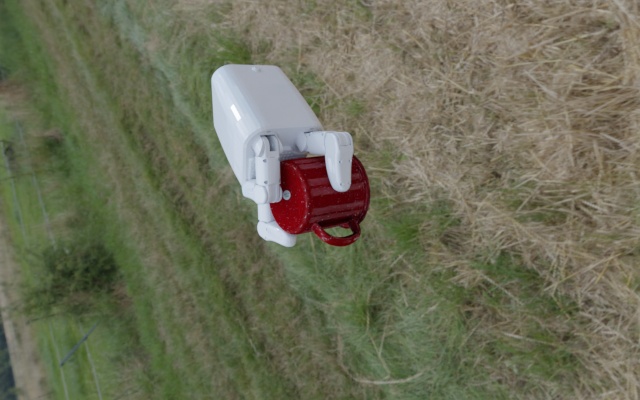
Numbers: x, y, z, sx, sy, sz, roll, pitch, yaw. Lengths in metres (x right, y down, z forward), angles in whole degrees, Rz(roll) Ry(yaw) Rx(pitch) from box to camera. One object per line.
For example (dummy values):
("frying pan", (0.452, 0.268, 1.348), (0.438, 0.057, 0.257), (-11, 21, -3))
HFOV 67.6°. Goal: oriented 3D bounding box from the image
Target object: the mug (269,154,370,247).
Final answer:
("mug", (0.001, 0.003, 0.527), (0.081, 0.117, 0.093), (-10, -31, -36))
